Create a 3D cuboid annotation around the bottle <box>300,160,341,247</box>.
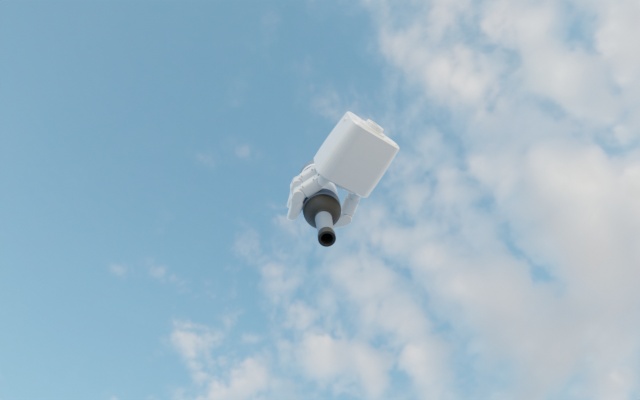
[{"bbox_3d":[0.000,0.003,0.850,0.069,0.069,0.295,0,22,-4],"label":"bottle"}]
